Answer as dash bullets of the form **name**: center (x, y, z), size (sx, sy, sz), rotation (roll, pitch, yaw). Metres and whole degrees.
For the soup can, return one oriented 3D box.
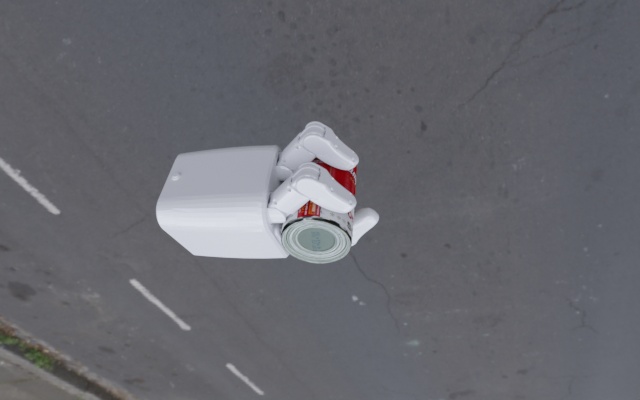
- **soup can**: center (0.001, 0.002, 0.469), size (0.068, 0.102, 0.069), rotation (4, -42, 4)
